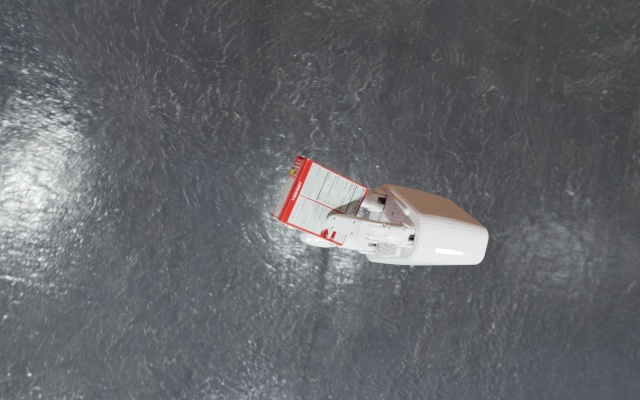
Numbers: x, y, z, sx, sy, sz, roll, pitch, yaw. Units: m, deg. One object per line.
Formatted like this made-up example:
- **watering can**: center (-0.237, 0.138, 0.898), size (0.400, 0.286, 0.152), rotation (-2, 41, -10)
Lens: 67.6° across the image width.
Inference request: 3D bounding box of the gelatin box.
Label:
- **gelatin box**: center (0.000, 0.002, 0.527), size (0.089, 0.073, 0.030), rotation (24, -1, -31)
